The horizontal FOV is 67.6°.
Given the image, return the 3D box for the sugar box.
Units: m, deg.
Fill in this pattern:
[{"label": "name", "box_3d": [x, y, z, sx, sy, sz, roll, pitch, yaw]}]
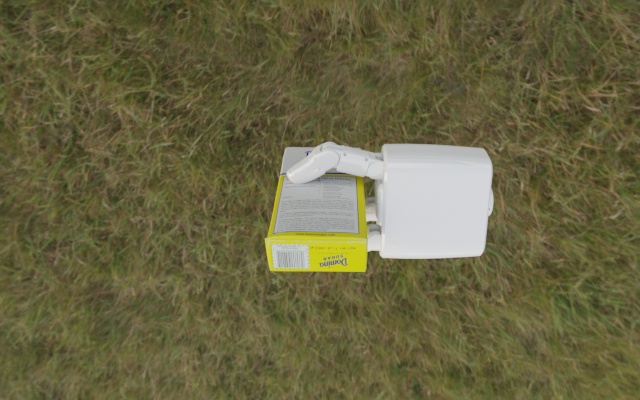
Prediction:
[{"label": "sugar box", "box_3d": [0.000, 0.002, 0.504, 0.093, 0.048, 0.176, 1, 32, 3]}]
